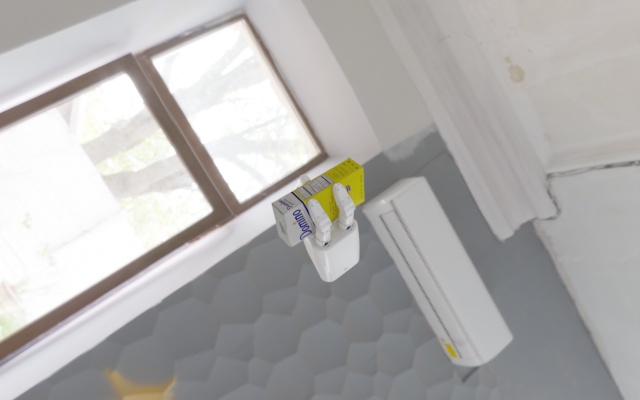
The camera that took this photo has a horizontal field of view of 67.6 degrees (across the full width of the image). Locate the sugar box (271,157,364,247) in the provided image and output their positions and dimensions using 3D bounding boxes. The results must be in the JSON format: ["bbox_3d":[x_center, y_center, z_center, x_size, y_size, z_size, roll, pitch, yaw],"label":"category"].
[{"bbox_3d":[0.001,0.003,0.866,0.176,0.093,0.048,-34,51,-22],"label":"sugar box"}]
